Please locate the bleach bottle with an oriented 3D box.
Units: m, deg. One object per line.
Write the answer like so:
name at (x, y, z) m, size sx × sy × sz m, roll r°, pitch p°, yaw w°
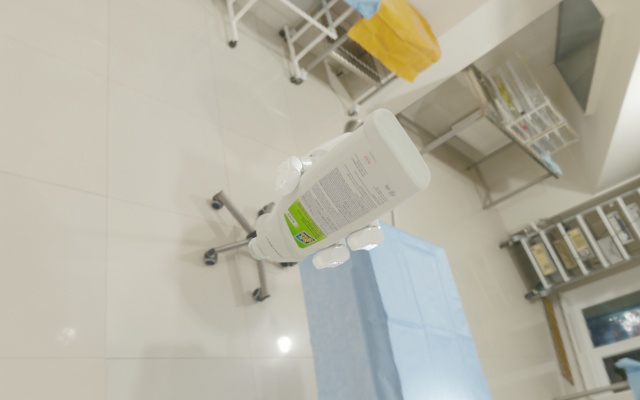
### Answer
bleach bottle at (0.000, 0.002, 0.570) m, size 0.251 × 0.102 × 0.068 m, roll -32°, pitch 4°, yaw 32°
